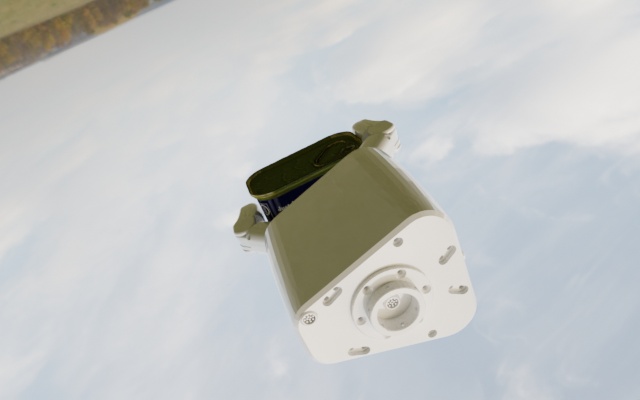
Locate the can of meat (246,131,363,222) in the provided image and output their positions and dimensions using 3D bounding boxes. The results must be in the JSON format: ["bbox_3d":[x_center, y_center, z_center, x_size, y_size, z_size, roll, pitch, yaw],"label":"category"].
[{"bbox_3d":[0.000,0.002,0.415,0.102,0.084,0.057,-27,27,-6],"label":"can of meat"}]
